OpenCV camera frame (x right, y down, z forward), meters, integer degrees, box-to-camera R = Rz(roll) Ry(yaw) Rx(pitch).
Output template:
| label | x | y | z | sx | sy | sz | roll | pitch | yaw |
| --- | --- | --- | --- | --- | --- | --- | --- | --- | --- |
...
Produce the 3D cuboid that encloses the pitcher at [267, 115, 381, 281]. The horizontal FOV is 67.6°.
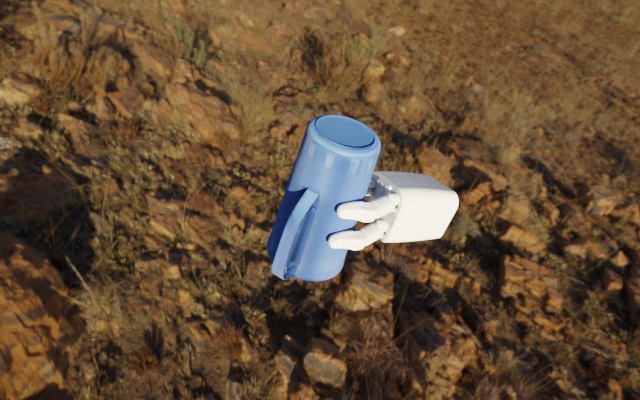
| label | x | y | z | sx | sy | sz | roll | pitch | yaw |
| --- | --- | --- | --- | --- | --- | --- | --- | --- | --- |
| pitcher | 0.000 | 0.002 | 0.723 | 0.145 | 0.243 | 0.149 | 2 | 39 | -21 |
